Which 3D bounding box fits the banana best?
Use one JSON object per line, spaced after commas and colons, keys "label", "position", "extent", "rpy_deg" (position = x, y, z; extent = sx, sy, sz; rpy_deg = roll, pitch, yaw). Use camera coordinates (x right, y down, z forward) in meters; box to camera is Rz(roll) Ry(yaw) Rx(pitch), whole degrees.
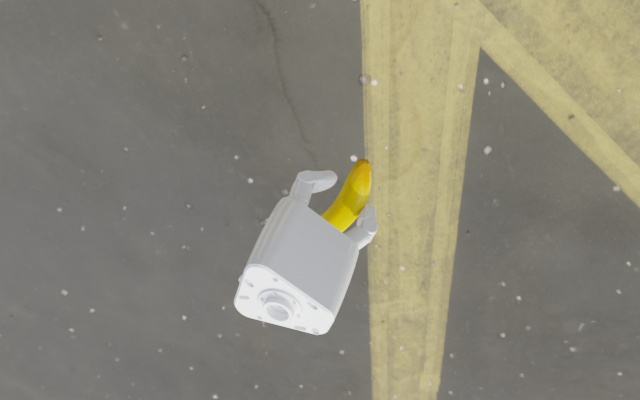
{"label": "banana", "position": [0.011, 0.017, 0.652], "extent": [0.198, 0.069, 0.037], "rpy_deg": [-34, 17, 38]}
